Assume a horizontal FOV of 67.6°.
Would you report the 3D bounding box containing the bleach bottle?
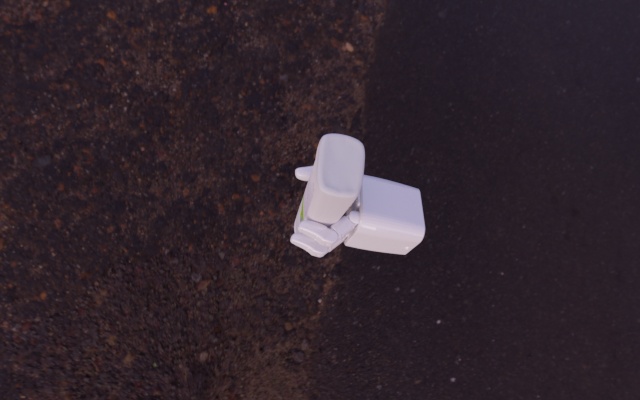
[{"bbox_3d":[0.000,0.003,0.756,0.068,0.102,0.251,11,-26,-9],"label":"bleach bottle"}]
